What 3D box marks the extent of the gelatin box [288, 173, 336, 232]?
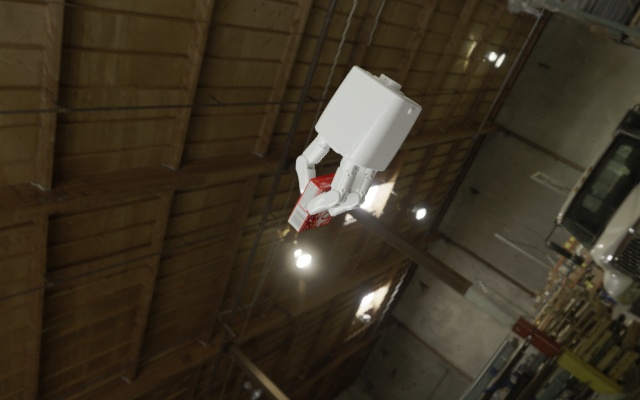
[{"bbox_3d":[0.000,0.002,0.724,0.030,0.089,0.073,45,35,24],"label":"gelatin box"}]
